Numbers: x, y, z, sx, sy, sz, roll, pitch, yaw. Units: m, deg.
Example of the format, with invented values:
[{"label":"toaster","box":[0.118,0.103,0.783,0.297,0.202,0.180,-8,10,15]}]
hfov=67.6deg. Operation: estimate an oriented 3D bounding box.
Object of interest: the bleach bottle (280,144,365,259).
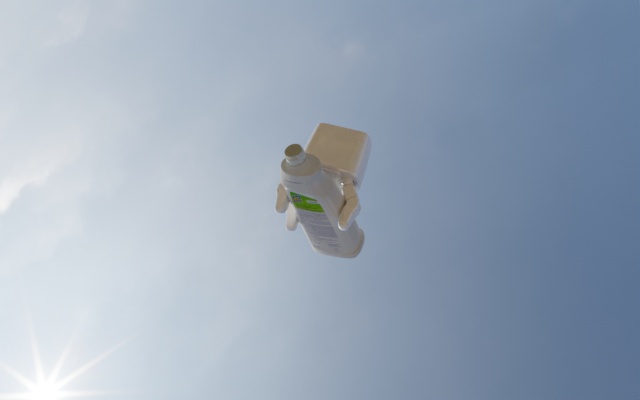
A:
[{"label":"bleach bottle","box":[0.000,0.003,0.810,0.102,0.068,0.251,5,-36,24]}]
